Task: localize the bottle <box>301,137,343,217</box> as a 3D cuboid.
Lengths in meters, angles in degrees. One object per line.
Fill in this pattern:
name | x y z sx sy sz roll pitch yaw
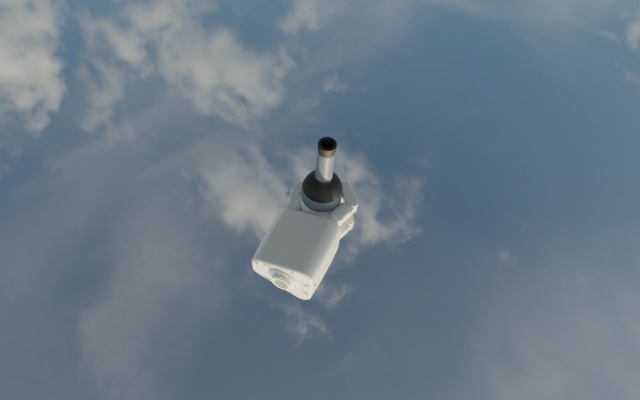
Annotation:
bottle | 0.000 0.003 0.803 0.069 0.069 0.296 0 -35 -5
